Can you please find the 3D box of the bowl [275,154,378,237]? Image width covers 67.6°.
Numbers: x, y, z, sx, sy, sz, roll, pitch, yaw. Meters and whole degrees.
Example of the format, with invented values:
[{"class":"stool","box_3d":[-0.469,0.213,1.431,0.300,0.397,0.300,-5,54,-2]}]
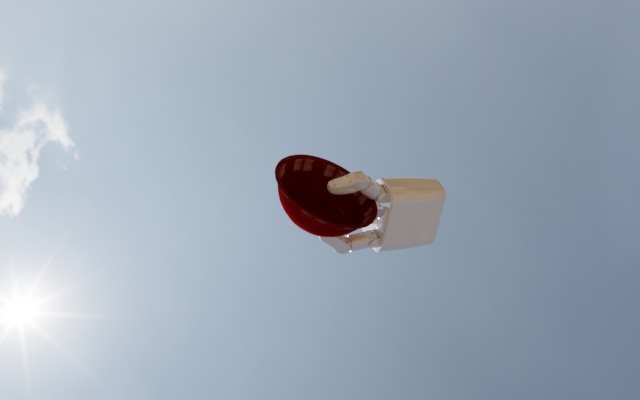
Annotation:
[{"class":"bowl","box_3d":[-0.001,0.002,0.700,0.162,0.055,0.162,20,33,-14]}]
